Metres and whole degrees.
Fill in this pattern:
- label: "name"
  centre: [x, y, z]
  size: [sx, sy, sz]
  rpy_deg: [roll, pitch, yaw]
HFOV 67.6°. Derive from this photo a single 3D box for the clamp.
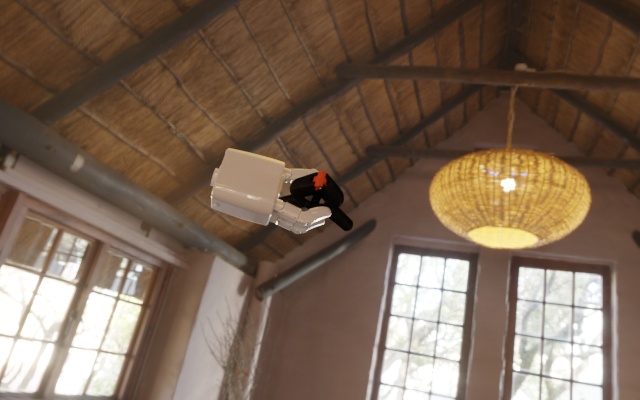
- label: "clamp"
  centre: [0.000, 0.002, 0.853]
  size: [0.164, 0.036, 0.210]
  rpy_deg: [17, -20, -7]
